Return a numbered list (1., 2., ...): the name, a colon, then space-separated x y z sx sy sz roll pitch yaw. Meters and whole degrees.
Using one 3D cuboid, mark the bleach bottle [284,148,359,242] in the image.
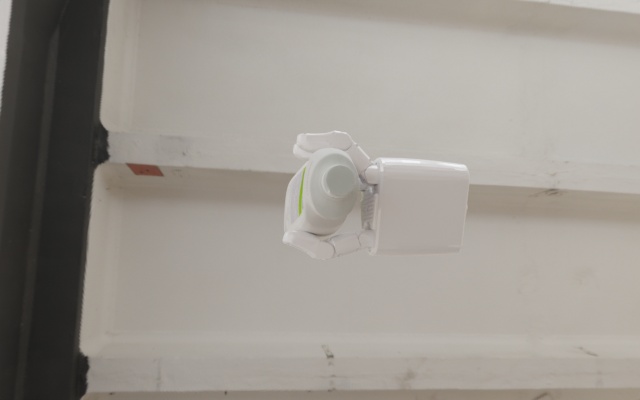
1. bleach bottle: 0.000 0.002 0.557 0.068 0.102 0.251 2 -6 -8
